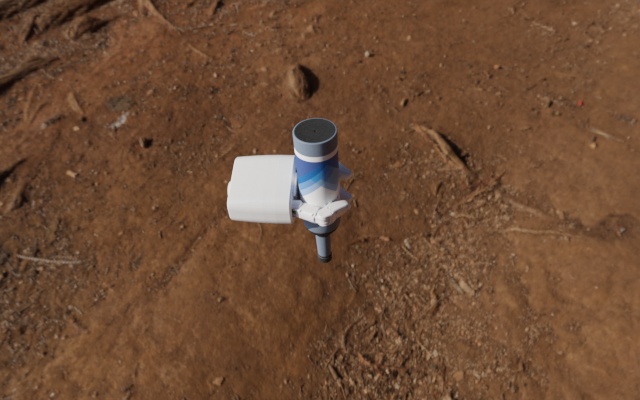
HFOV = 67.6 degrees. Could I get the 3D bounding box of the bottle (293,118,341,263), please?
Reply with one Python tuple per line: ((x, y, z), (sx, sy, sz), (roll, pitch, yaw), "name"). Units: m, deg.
((0.000, 0.002, 0.806), (0.069, 0.296, 0.069), (-2, 44, 2), "bottle")
